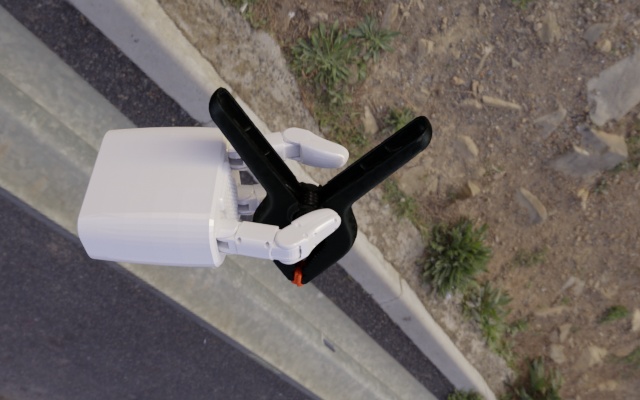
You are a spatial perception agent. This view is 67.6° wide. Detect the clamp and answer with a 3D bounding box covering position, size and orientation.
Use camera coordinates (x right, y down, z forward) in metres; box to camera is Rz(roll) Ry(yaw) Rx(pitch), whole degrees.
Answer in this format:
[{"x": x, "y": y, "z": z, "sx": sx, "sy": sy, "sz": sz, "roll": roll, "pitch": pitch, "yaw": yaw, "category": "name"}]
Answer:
[{"x": 0.000, "y": 0.002, "z": 0.409, "sx": 0.164, "sy": 0.210, "sz": 0.036, "roll": 3, "pitch": 44, "yaw": 3, "category": "clamp"}]
